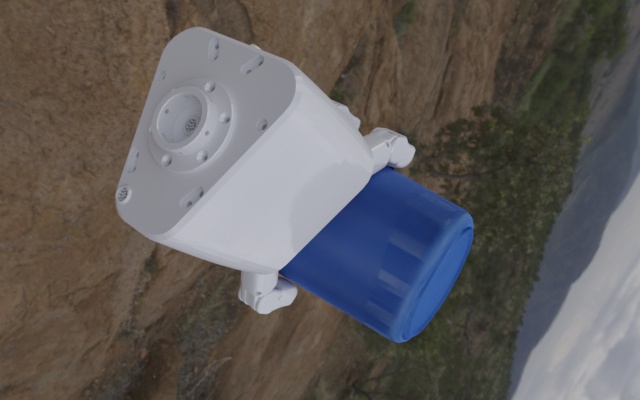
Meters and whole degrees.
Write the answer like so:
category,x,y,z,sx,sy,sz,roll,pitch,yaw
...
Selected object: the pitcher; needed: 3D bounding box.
category,x,y,z,sx,sy,sz,roll,pitch,yaw
pitcher,0.000,0.001,0.402,0.242,0.149,0.145,29,-3,27
